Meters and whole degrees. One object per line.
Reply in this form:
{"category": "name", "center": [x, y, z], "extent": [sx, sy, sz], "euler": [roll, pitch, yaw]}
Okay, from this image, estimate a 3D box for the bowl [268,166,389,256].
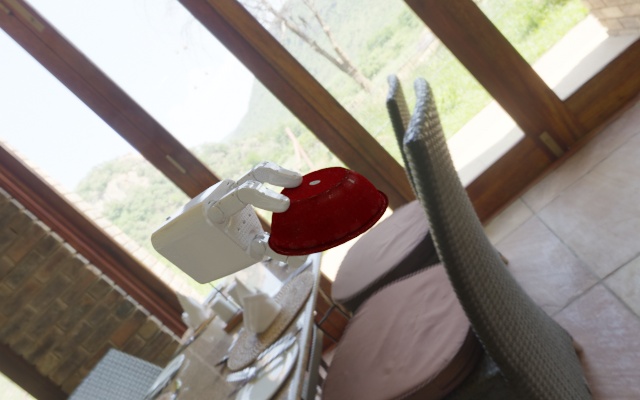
{"category": "bowl", "center": [0.001, 0.001, 0.594], "extent": [0.162, 0.055, 0.162], "euler": [-18, 21, 8]}
